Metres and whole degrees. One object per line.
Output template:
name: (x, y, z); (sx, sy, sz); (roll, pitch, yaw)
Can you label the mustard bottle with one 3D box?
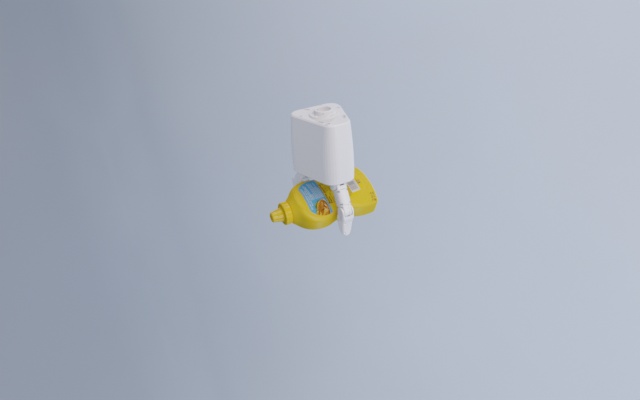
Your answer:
mustard bottle: (0.000, 0.003, 0.859); (0.191, 0.096, 0.058); (-17, -32, -22)
